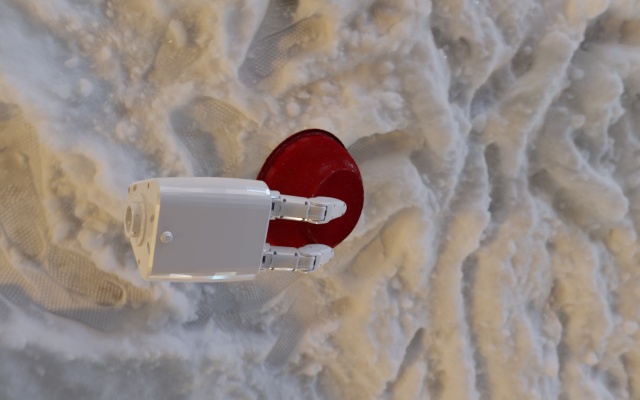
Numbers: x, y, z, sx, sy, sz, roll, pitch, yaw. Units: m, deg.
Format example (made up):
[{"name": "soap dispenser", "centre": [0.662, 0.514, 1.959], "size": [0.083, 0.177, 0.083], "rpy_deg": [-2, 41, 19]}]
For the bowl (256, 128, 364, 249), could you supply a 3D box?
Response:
[{"name": "bowl", "centre": [0.001, 0.002, 0.550], "size": [0.055, 0.162, 0.162], "rpy_deg": [22, 15, 42]}]
